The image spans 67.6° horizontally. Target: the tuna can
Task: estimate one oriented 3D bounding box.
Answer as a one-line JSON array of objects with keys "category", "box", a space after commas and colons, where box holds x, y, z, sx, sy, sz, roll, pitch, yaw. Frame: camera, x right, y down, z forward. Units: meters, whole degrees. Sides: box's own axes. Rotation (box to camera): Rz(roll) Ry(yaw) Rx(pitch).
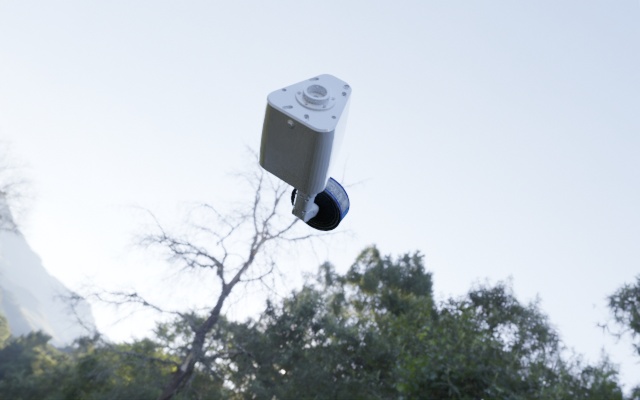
[{"category": "tuna can", "box": [0.000, 0.002, 0.708, 0.086, 0.086, 0.033, 0, 34, 37]}]
